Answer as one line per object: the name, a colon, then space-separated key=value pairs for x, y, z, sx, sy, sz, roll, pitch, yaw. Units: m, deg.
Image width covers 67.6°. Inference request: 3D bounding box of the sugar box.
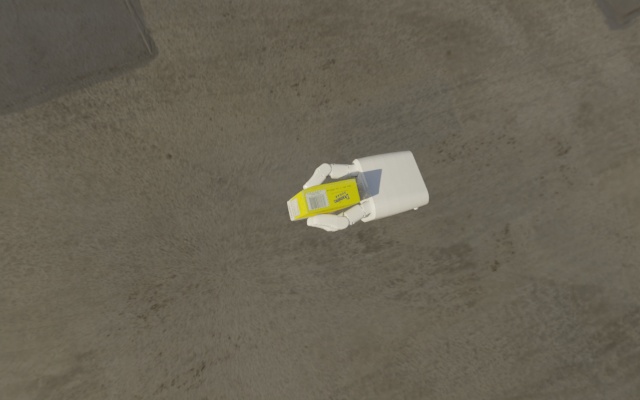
sugar box: x=0.000 y=0.003 z=0.838 sx=0.093 sy=0.048 sz=0.176 roll=-12 pitch=-6 yaw=-12
